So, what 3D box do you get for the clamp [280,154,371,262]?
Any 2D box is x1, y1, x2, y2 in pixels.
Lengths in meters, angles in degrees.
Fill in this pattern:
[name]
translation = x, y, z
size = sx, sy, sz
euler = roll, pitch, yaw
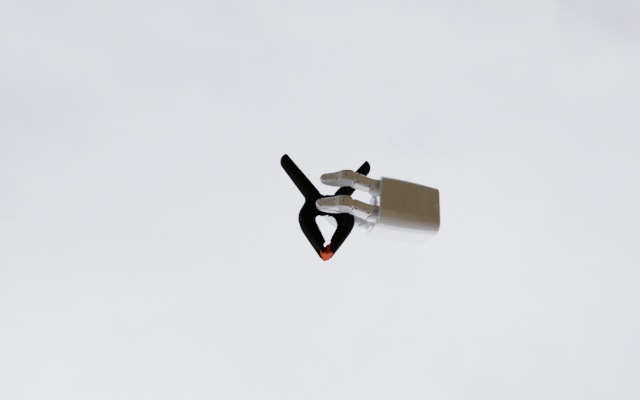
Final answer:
[clamp]
translation = 0.000, 0.004, 0.819
size = 0.164, 0.209, 0.036
euler = 9, -35, -2
